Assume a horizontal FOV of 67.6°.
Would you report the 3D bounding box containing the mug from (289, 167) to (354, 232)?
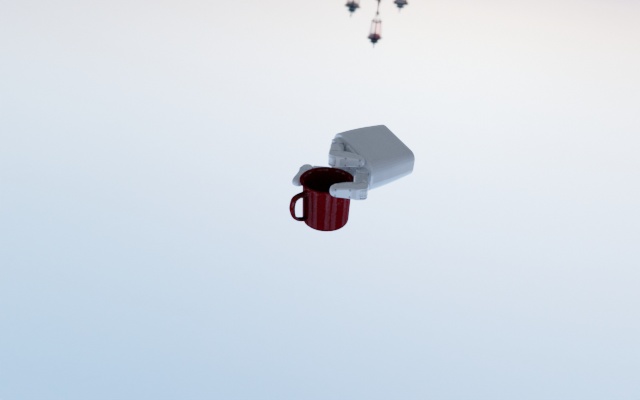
[{"bbox_3d":[-0.001,0.003,0.809,0.117,0.081,0.093,-18,37,-30],"label":"mug"}]
